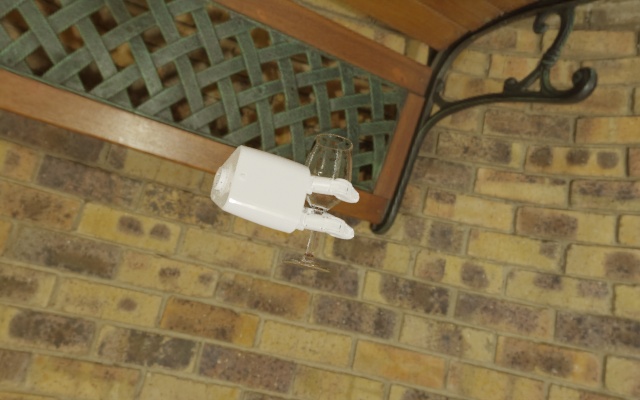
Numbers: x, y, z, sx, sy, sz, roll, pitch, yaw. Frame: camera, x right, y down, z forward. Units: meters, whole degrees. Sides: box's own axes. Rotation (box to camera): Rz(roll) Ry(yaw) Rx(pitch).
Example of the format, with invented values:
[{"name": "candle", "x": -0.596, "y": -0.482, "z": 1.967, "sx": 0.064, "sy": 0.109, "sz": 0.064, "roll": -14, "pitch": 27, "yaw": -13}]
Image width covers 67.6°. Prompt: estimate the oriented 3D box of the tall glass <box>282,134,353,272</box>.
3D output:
[{"name": "tall glass", "x": 0.000, "y": 0.003, "z": 0.726, "sx": 0.079, "sy": 0.201, "sz": 0.079, "roll": 12, "pitch": -13, "yaw": 3}]
